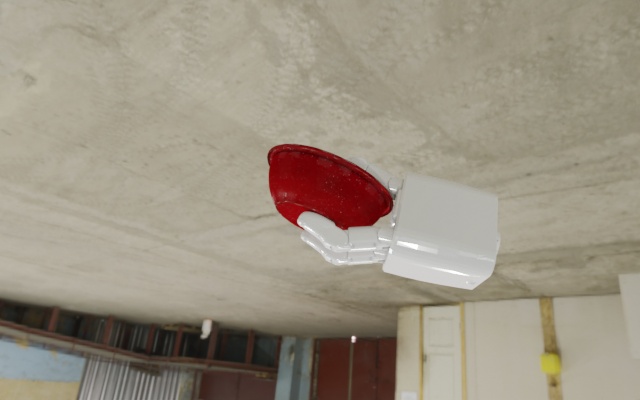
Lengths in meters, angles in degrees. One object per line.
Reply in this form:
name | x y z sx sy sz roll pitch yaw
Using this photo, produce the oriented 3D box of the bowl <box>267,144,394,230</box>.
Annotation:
bowl | -0.001 0.002 0.558 0.162 0.055 0.162 22 -19 8
